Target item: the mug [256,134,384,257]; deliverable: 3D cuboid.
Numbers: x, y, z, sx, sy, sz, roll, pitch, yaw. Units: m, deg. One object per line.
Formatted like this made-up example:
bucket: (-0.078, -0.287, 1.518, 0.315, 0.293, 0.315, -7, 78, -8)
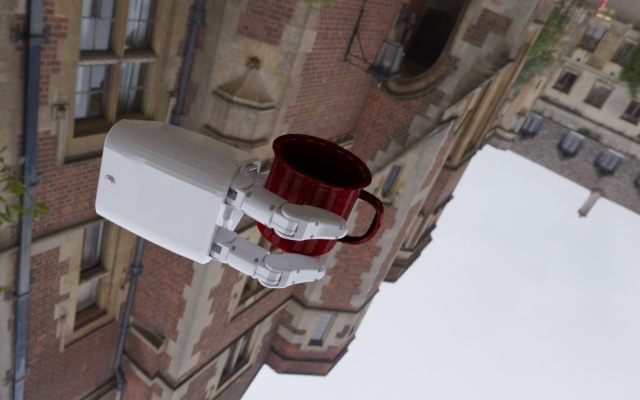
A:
mug: (0.001, 0.002, 0.437, 0.117, 0.081, 0.093, 24, 28, 3)
